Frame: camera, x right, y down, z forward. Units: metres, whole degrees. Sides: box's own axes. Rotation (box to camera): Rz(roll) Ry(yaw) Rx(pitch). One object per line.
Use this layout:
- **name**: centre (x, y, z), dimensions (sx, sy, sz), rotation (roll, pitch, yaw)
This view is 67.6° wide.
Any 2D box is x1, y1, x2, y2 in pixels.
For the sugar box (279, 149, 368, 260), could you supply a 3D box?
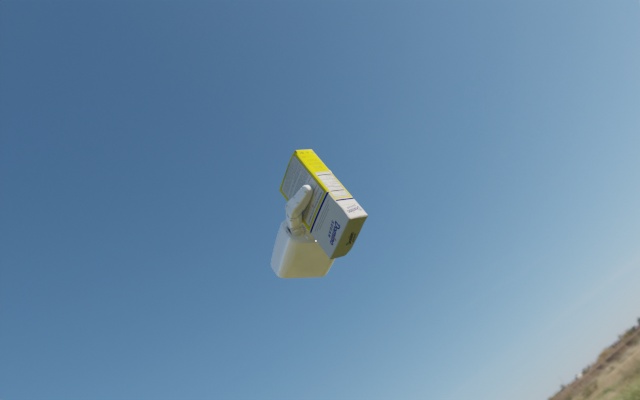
- **sugar box**: centre (0.000, 0.003, 0.795), dimensions (0.048, 0.093, 0.176), rotation (-10, 48, -38)
